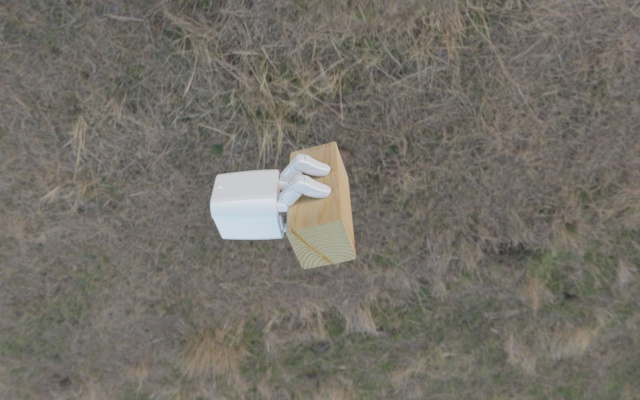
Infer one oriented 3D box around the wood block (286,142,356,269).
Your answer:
[{"bbox_3d":[0.000,0.003,0.805,0.090,0.091,0.206,-13,40,10],"label":"wood block"}]
